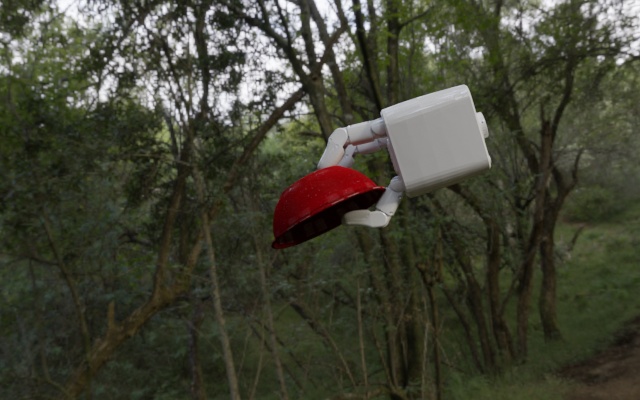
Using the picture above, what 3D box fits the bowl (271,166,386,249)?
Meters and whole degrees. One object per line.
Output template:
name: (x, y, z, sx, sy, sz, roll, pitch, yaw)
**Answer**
bowl: (-0.001, 0.002, 0.609, 0.162, 0.055, 0.162, -26, -12, -6)
